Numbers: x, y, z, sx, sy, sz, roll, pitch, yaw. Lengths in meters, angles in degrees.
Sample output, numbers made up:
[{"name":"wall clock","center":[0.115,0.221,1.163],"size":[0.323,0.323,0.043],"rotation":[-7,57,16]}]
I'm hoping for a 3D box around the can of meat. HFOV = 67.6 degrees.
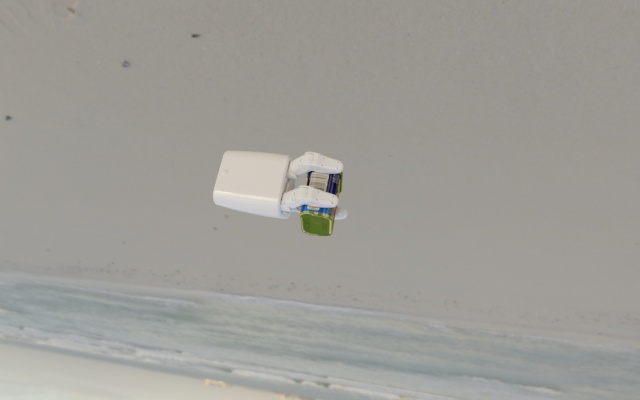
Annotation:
[{"name":"can of meat","center":[0.000,0.003,0.754],"size":[0.057,0.084,0.102],"rotation":[9,-22,4]}]
